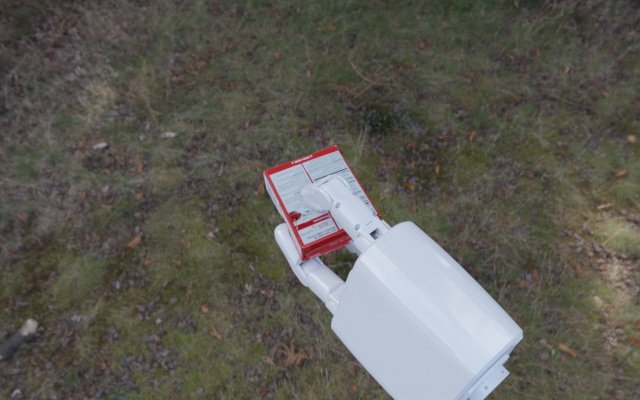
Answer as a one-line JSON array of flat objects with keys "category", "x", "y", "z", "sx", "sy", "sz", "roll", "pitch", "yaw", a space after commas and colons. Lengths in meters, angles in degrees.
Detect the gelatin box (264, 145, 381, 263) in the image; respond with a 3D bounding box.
[{"category": "gelatin box", "x": 0.000, "y": 0.001, "z": 0.422, "sx": 0.073, "sy": 0.089, "sz": 0.030, "roll": -22, "pitch": -30, "yaw": -14}]
